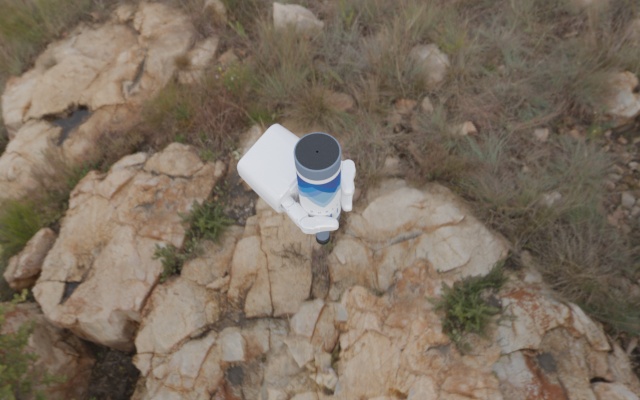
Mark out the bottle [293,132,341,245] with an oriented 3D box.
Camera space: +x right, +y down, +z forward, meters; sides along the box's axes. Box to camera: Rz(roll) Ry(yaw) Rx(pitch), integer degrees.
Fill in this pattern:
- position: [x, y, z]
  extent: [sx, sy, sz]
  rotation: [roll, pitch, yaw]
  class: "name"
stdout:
- position: [0.000, 0.003, 0.789]
  extent: [0.069, 0.069, 0.296]
  rotation: [0, -29, 2]
  class: "bottle"
